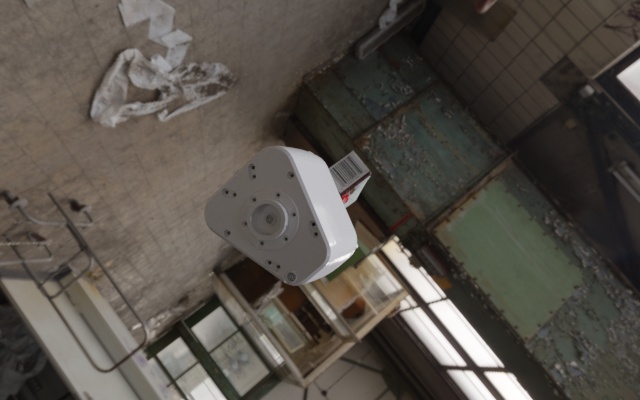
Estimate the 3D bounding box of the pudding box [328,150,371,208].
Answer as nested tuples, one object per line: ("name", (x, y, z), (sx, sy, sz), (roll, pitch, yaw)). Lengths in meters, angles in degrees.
("pudding box", (0.000, 0.002, 0.556), (0.113, 0.039, 0.090), (-35, -11, -17))
